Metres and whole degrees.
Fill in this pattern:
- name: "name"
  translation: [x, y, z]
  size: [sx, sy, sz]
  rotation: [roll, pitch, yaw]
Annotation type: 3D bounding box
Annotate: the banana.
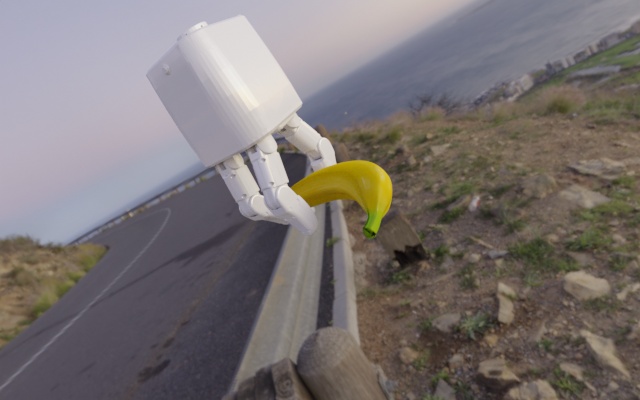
- name: "banana"
  translation: [0.015, -0.010, 0.464]
  size: [0.069, 0.037, 0.198]
  rotation: [-40, 19, -16]
